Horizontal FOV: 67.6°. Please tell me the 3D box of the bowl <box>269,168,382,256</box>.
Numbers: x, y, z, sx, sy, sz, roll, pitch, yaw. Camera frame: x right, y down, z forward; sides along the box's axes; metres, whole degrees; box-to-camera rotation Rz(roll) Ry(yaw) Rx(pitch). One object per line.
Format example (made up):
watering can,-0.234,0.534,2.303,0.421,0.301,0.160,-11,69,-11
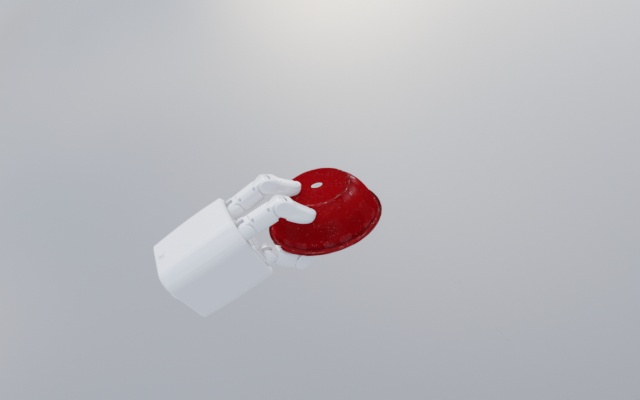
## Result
bowl,0.001,0.001,0.653,0.162,0.055,0.162,-11,33,7
